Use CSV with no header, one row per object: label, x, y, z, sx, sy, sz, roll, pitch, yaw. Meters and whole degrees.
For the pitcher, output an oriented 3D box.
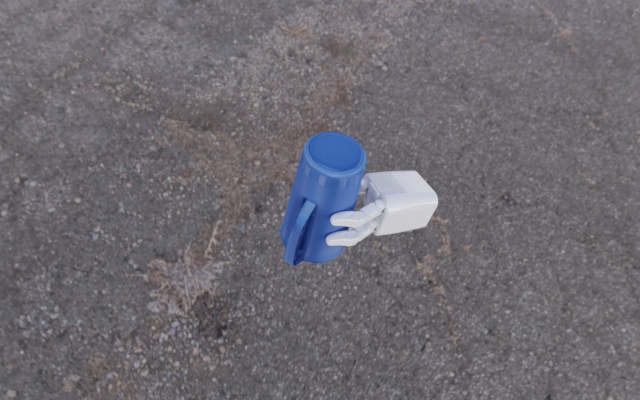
pitcher,0.000,0.003,0.865,0.145,0.149,0.243,-5,-39,-16
